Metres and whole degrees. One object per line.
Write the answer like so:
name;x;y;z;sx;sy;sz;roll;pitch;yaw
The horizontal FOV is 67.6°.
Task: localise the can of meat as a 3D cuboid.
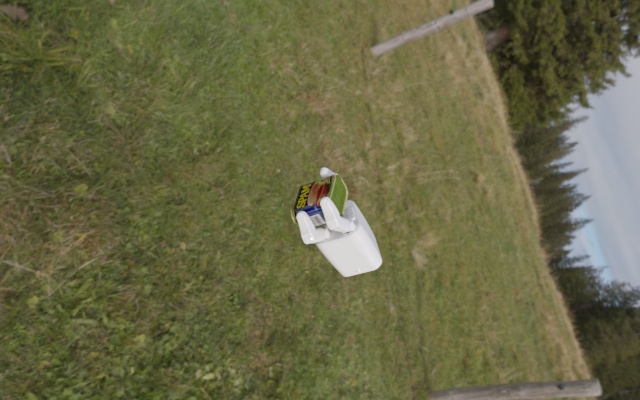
can of meat;0.000;0.003;0.899;0.084;0.057;0.102;-19;33;26
